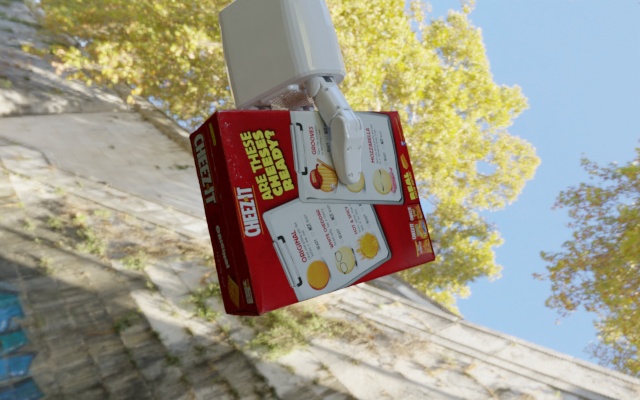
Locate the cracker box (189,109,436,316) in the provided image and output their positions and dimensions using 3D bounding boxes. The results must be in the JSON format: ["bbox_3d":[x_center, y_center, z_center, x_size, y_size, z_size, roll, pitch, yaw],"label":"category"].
[{"bbox_3d":[0.000,0.001,0.453,0.213,0.164,0.072,-9,-7,-38],"label":"cracker box"}]
